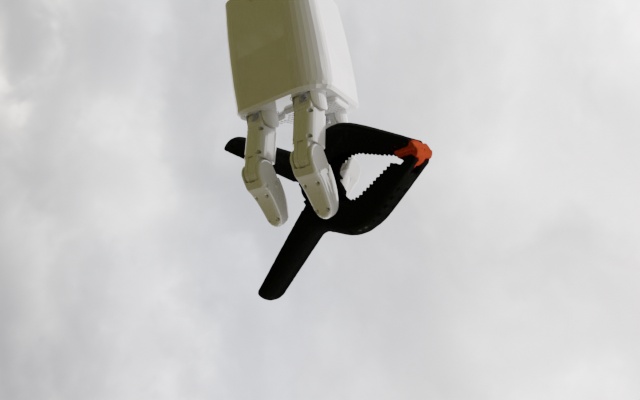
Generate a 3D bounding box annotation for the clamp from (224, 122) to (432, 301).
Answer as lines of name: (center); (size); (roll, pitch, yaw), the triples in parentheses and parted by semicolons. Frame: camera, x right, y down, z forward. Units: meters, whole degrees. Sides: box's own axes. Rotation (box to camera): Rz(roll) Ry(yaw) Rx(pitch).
clamp: (0.001, 0.001, 0.419); (0.210, 0.164, 0.036); (-13, -5, 37)
